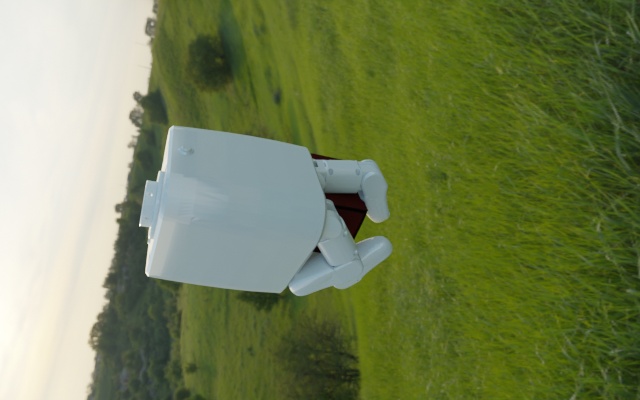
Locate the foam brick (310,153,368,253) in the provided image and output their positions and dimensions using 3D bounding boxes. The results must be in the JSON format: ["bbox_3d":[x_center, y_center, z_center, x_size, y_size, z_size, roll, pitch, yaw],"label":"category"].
[{"bbox_3d":[0.000,0.001,0.417,0.051,0.053,0.078,9,34,-20],"label":"foam brick"}]
